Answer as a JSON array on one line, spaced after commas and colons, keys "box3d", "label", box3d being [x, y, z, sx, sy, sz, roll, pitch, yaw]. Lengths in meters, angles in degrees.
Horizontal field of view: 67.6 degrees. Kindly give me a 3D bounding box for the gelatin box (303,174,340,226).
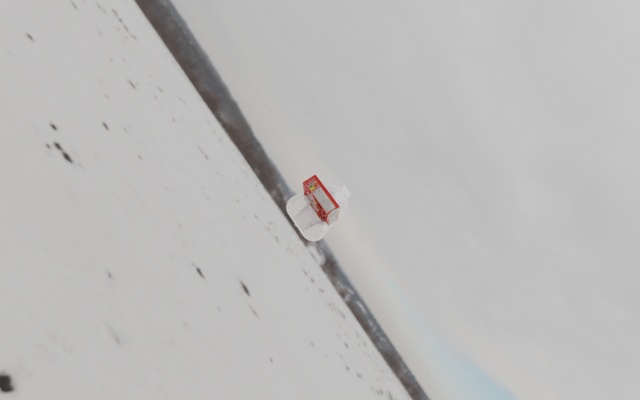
[{"box3d": [0.001, 0.002, 0.845, 0.030, 0.073, 0.089, -34, -13, -10], "label": "gelatin box"}]
